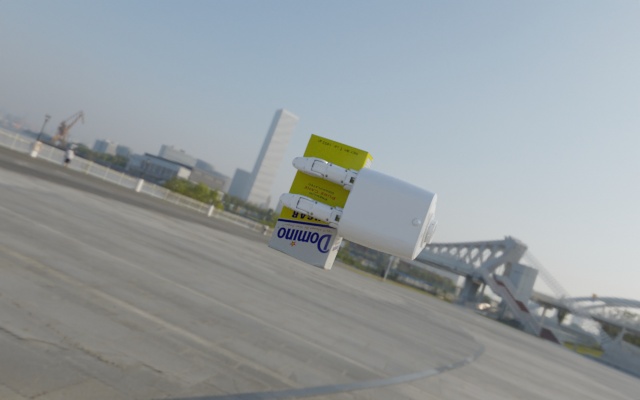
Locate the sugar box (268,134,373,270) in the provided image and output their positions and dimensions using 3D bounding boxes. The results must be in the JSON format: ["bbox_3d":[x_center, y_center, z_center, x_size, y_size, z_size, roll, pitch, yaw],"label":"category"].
[{"bbox_3d":[0.000,0.002,0.687,0.093,0.176,0.048,20,-5,18],"label":"sugar box"}]
